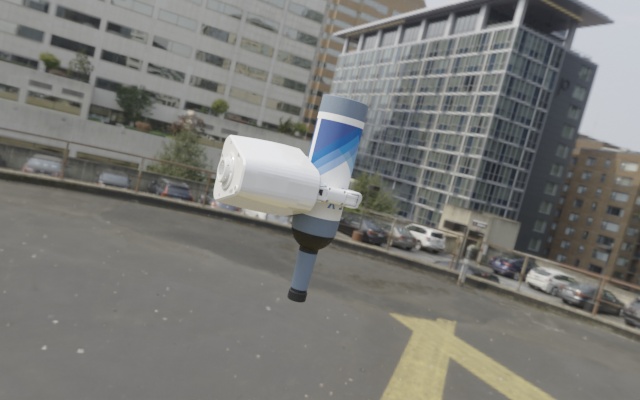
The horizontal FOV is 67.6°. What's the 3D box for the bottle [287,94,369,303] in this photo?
[{"bbox_3d":[0.000,0.002,0.684,0.069,0.296,0.069,14,6,-1],"label":"bottle"}]
